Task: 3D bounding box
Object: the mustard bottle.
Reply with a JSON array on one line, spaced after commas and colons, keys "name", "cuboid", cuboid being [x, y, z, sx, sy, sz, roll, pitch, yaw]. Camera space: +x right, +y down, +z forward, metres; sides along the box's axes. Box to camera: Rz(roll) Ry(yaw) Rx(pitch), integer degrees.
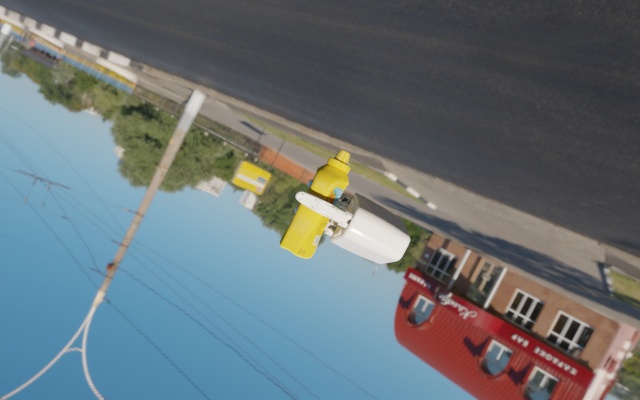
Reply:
[{"name": "mustard bottle", "cuboid": [0.000, 0.003, 0.814, 0.058, 0.191, 0.096, 27, 1, 16]}]
